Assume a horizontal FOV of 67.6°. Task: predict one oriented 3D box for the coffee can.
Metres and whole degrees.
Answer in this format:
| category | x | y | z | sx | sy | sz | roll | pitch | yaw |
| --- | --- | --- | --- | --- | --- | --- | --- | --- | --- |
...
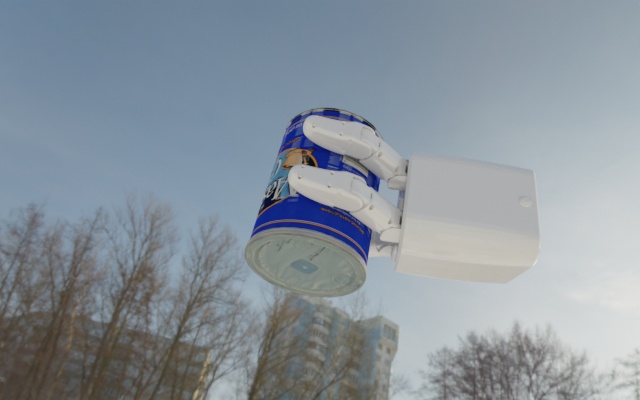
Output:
| category | x | y | z | sx | sy | sz | roll | pitch | yaw |
| --- | --- | --- | --- | --- | --- | --- | --- | --- | --- |
| coffee can | 0.000 | 0.002 | 0.433 | 0.103 | 0.140 | 0.103 | 9 | -36 | 6 |
